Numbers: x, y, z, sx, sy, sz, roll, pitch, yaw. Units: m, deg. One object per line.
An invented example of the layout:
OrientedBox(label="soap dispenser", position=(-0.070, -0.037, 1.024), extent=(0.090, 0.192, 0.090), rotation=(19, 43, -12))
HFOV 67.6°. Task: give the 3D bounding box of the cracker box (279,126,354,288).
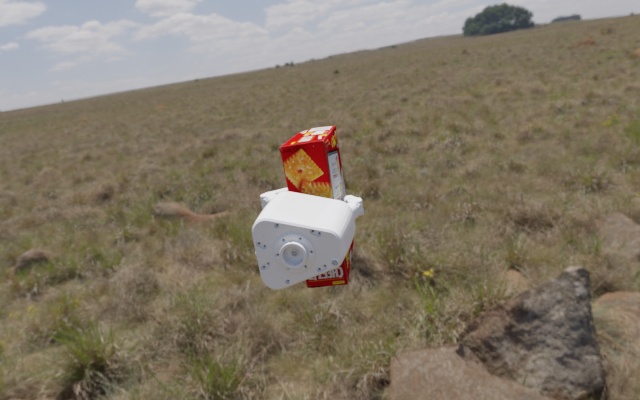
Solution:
OrientedBox(label="cracker box", position=(0.000, 0.002, 0.740), extent=(0.072, 0.214, 0.164), rotation=(-7, 15, 9))
